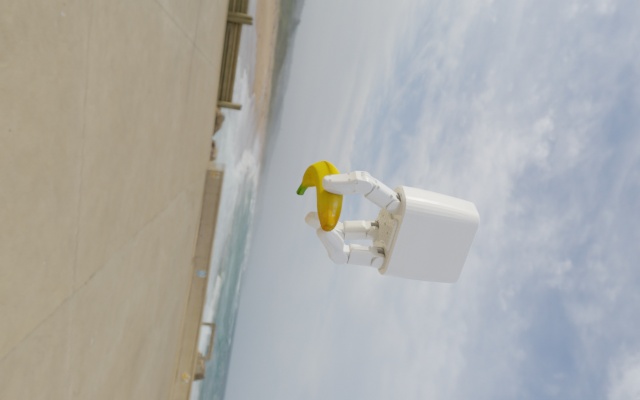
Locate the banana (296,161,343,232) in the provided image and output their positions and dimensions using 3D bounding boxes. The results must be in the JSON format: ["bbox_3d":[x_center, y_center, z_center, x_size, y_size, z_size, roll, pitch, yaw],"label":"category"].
[{"bbox_3d":[0.004,-0.016,0.647,0.037,0.069,0.197,12,11,-13],"label":"banana"}]
